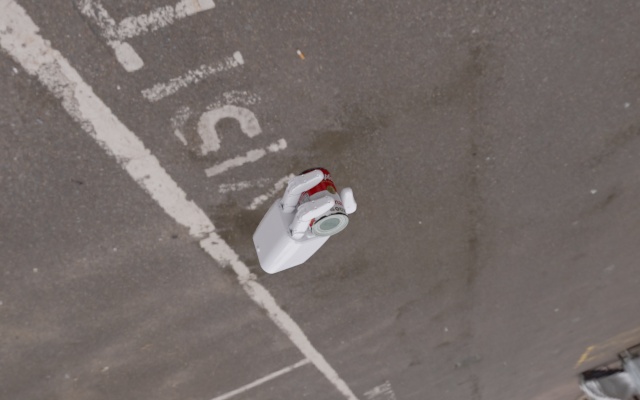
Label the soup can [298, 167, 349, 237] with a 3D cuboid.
[{"bbox_3d":[0.001,0.003,0.815,0.068,0.102,0.069,-15,-33,-10],"label":"soup can"}]
